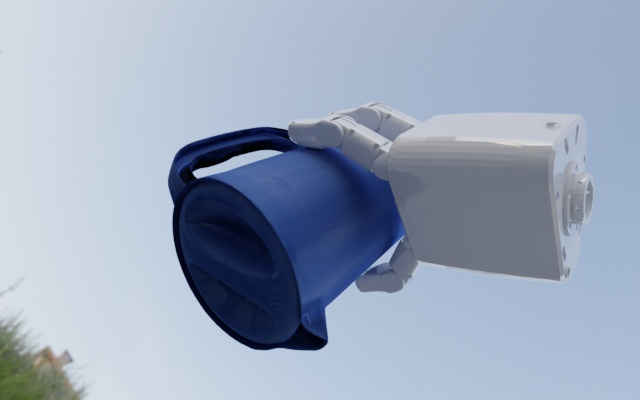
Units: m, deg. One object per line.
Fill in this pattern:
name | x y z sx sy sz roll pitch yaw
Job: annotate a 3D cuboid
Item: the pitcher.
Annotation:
pitcher | 0.000 0.001 0.418 0.145 0.149 0.242 3 22 40
